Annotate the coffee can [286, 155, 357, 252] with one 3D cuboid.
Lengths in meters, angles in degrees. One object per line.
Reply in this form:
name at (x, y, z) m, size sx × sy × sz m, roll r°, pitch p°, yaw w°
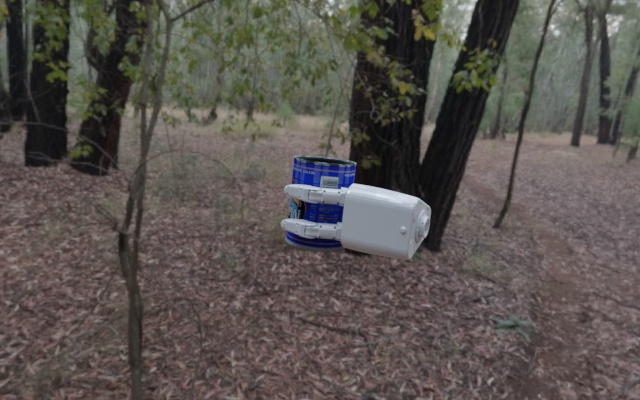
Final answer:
coffee can at (0.000, 0.003, 0.781) m, size 0.103 × 0.140 × 0.103 m, roll 6°, pitch 11°, yaw -1°
